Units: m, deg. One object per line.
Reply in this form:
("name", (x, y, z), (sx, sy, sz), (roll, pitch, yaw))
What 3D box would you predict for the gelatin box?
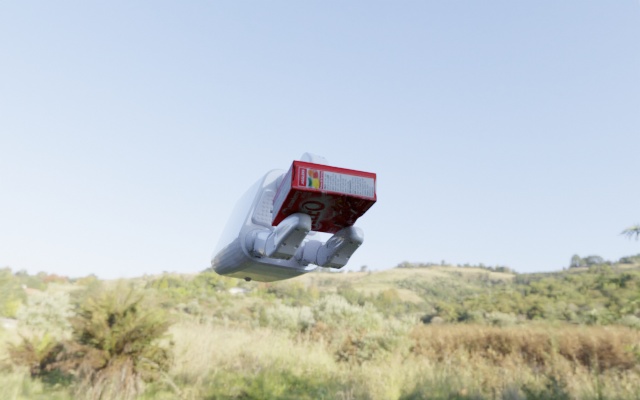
("gelatin box", (0.000, 0.001, 0.422), (0.073, 0.030, 0.089), (9, -26, -14))
